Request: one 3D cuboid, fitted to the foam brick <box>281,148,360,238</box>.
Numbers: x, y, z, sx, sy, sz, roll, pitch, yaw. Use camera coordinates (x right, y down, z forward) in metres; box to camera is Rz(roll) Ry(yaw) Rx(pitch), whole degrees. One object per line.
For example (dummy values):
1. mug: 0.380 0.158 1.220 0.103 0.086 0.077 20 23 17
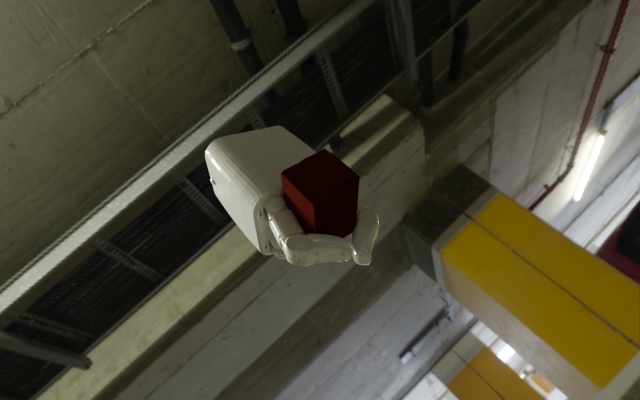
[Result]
1. foam brick: 0.000 0.001 0.449 0.053 0.078 0.051 -30 55 -23
